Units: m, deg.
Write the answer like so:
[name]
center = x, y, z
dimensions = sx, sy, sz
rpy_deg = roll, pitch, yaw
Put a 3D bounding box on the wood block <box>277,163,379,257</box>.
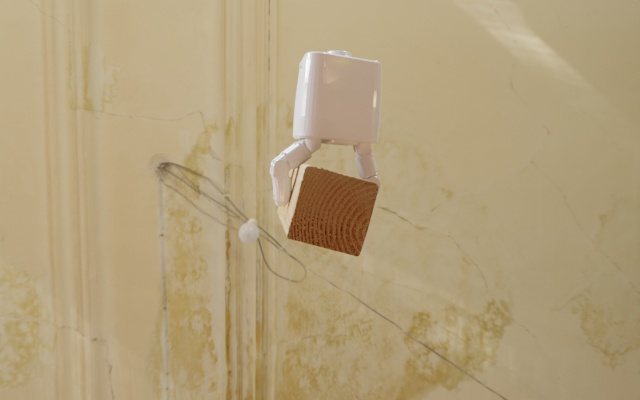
[wood block]
center = 0.000, 0.002, 0.644
dimensions = 0.091, 0.090, 0.206
rpy_deg = 15, 4, -9
